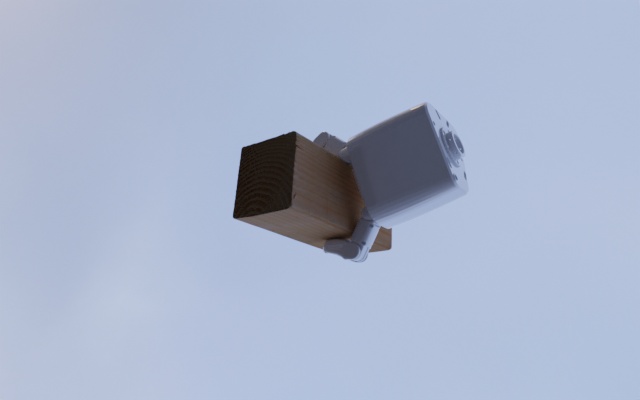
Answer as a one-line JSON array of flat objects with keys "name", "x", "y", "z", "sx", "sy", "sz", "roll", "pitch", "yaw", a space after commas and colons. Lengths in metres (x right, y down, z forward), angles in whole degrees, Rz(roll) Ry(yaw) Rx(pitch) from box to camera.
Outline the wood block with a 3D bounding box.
[{"name": "wood block", "x": 0.000, "y": 0.002, "z": 0.598, "sx": 0.090, "sy": 0.090, "sz": 0.206, "roll": -11, "pitch": -24, "yaw": 37}]
